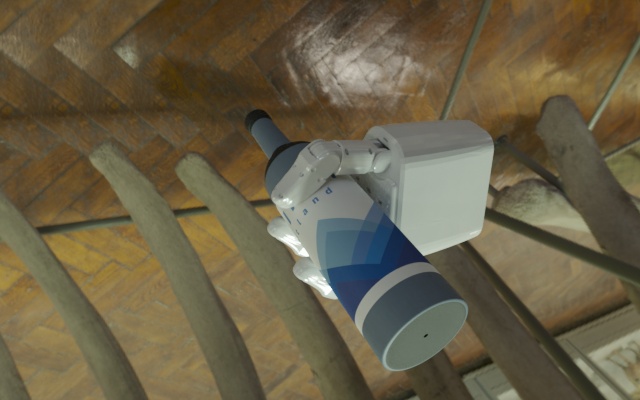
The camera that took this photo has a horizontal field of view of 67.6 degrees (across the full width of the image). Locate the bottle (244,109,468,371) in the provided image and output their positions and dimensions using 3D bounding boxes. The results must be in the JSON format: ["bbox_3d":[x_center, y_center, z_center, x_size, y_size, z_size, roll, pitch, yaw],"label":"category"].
[{"bbox_3d":[0.000,0.001,0.401,0.069,0.069,0.295,0,35,-34],"label":"bottle"}]
